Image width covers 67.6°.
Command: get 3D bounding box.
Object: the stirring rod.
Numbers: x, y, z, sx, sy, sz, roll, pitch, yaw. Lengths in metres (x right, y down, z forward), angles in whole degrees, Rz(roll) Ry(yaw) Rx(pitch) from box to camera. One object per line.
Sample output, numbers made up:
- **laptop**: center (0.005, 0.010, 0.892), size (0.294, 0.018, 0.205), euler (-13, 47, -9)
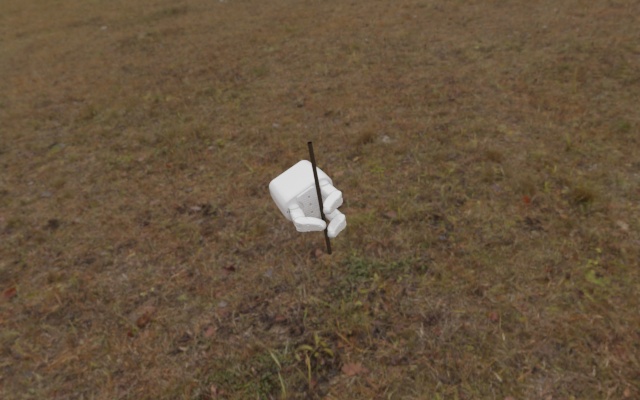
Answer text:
- **stirring rod**: center (0.000, 0.003, 0.872), size (0.011, 0.240, 0.011), euler (-8, 32, 5)
